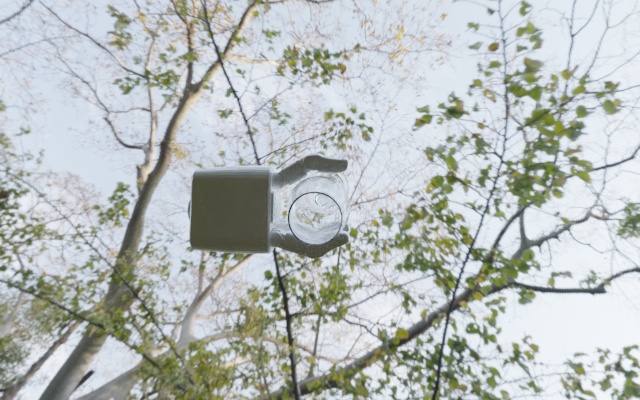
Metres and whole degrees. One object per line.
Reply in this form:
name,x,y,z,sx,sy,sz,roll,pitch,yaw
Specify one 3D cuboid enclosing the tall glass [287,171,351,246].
tall glass,0.000,0.002,0.625,0.079,0.079,0.201,0,11,3
